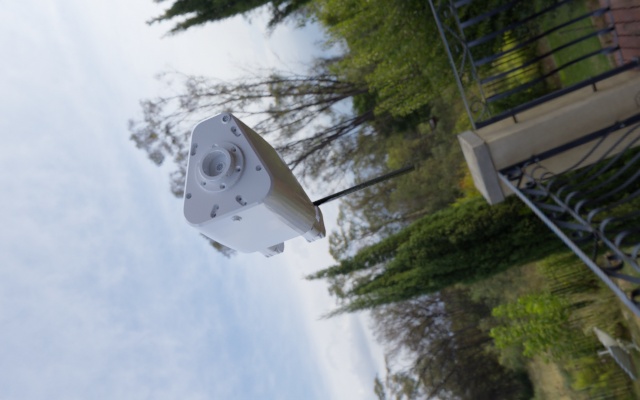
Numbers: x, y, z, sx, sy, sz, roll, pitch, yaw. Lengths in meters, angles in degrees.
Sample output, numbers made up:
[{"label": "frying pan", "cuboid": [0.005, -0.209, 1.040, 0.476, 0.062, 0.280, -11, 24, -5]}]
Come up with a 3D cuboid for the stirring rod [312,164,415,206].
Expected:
[{"label": "stirring rod", "cuboid": [0.000, 0.002, 0.585, 0.239, 0.011, 0.011, -21, -4, 12]}]
